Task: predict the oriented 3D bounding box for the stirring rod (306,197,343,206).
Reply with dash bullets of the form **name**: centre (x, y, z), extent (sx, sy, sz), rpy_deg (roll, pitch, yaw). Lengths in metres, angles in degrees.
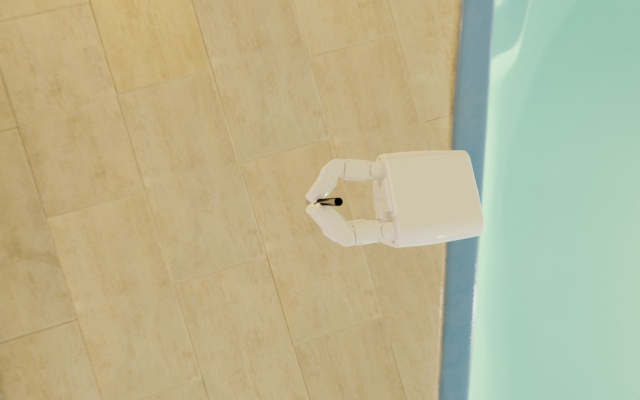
- **stirring rod**: centre (0.000, 0.002, 0.550), extent (0.011, 0.011, 0.239), rpy_deg (0, 0, -8)
